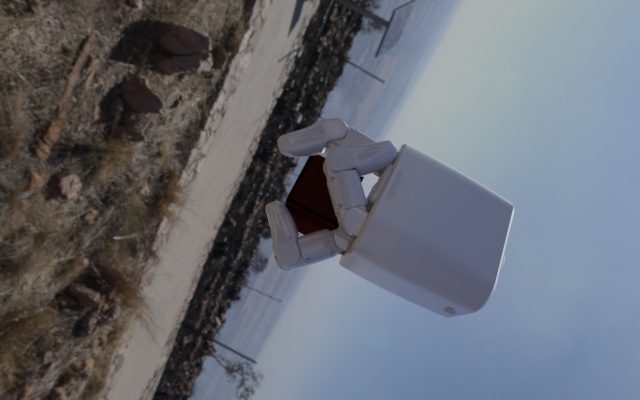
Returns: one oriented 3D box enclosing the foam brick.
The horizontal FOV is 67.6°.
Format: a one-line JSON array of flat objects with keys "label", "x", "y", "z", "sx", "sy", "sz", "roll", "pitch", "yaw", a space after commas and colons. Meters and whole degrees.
[{"label": "foam brick", "x": 0.000, "y": 0.001, "z": 0.441, "sx": 0.051, "sy": 0.053, "sz": 0.078, "roll": 26, "pitch": -18, "yaw": 2}]
